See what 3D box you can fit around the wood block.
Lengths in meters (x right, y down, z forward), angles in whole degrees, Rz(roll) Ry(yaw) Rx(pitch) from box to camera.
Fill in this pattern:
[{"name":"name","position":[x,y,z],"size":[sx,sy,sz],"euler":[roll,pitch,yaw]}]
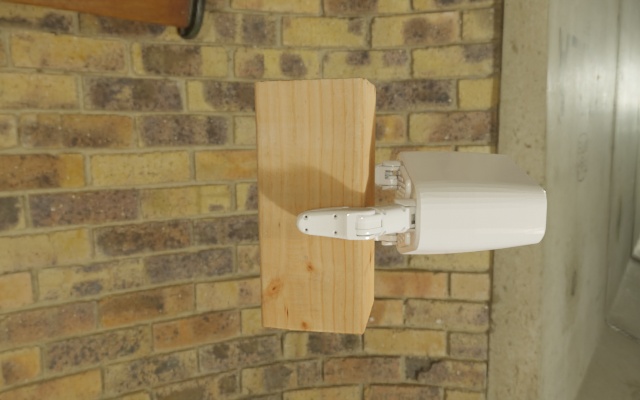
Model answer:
[{"name":"wood block","position":[0.000,0.002,0.425],"size":[0.090,0.206,0.091],"euler":[1,8,12]}]
